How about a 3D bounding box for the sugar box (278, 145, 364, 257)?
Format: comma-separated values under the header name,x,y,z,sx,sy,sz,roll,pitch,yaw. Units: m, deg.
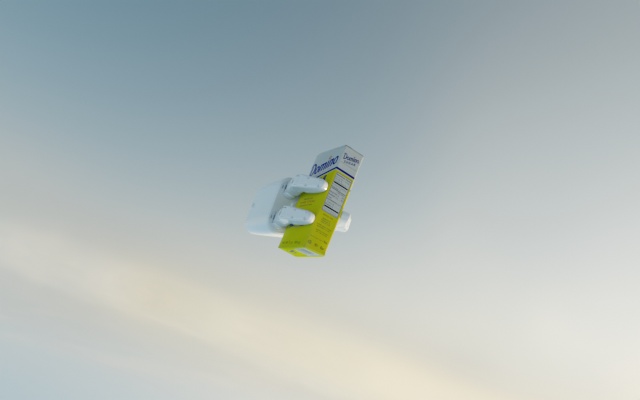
name,x,y,z,sx,sy,sz,roll,pitch,yaw
sugar box,0.000,0.002,0.756,0.048,0.176,0.093,28,-19,-25
